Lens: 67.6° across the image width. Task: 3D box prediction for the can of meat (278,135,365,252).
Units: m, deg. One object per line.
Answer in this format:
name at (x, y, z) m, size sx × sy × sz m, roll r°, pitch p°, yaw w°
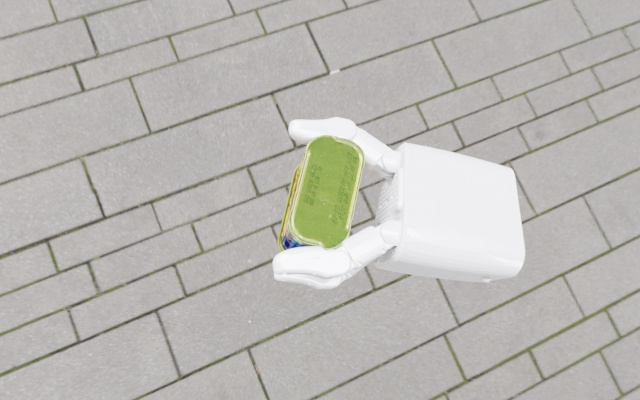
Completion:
can of meat at (0.000, 0.001, 0.426) m, size 0.057 × 0.102 × 0.084 m, roll 14°, pitch -16°, yaw -5°
